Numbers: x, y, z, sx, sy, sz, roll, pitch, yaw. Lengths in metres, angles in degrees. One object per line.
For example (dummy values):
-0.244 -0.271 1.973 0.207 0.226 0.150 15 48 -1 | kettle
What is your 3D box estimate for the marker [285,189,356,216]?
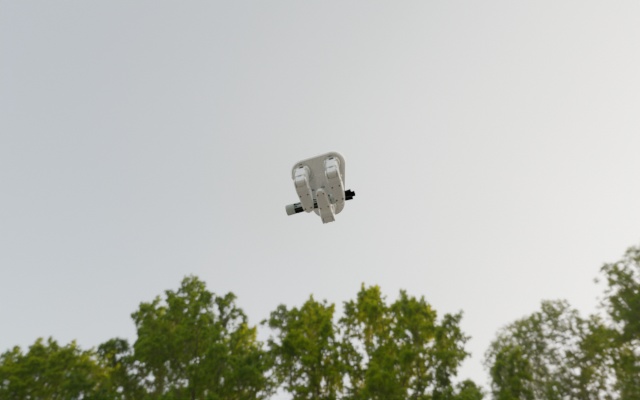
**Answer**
0.000 0.003 0.810 0.121 0.020 0.020 -15 -2 7 | marker
